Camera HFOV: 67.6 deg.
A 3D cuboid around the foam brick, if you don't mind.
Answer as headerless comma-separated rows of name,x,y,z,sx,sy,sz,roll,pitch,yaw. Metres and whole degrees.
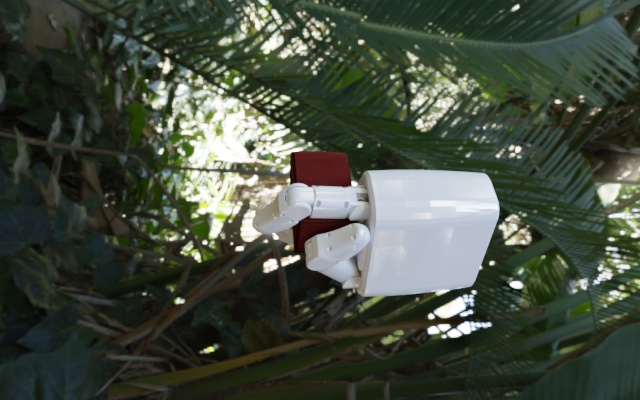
foam brick,0.000,0.001,0.428,0.051,0.078,0.053,-2,-34,-7
